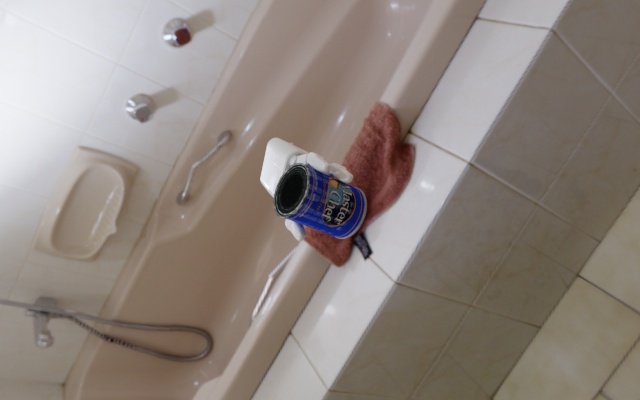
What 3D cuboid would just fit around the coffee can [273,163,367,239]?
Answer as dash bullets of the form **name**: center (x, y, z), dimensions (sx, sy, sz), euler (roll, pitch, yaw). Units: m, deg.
- **coffee can**: center (0.000, 0.003, 0.873), dimensions (0.140, 0.102, 0.103), euler (22, -13, -36)
